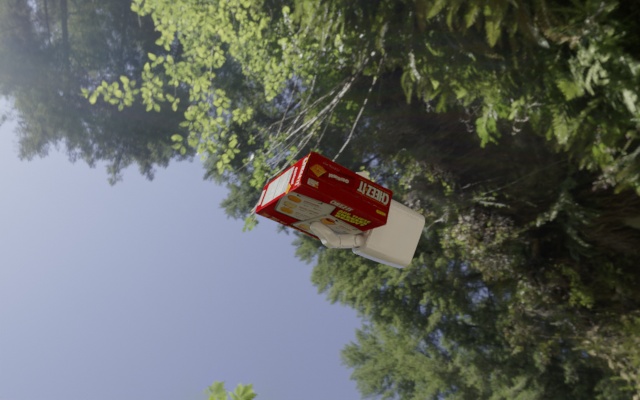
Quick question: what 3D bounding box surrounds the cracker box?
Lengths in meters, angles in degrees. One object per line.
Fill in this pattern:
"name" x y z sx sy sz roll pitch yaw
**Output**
"cracker box" 0.000 0.003 0.850 0.164 0.072 0.214 24 -23 -20
